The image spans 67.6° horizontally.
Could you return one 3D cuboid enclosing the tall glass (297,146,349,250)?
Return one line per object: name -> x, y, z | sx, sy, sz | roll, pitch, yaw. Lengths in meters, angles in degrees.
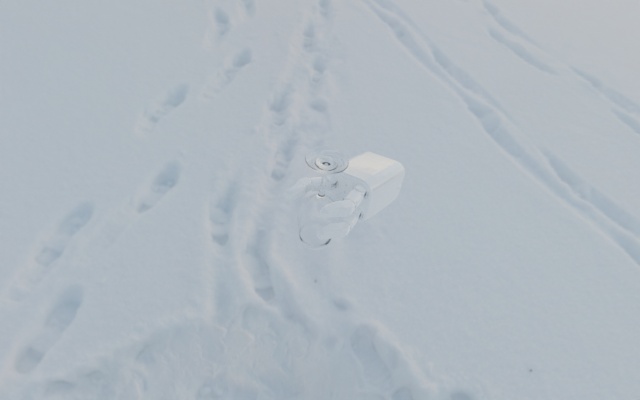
tall glass -> 0.000, 0.002, 0.867 | 0.079, 0.201, 0.079 | 5, 43, -5
